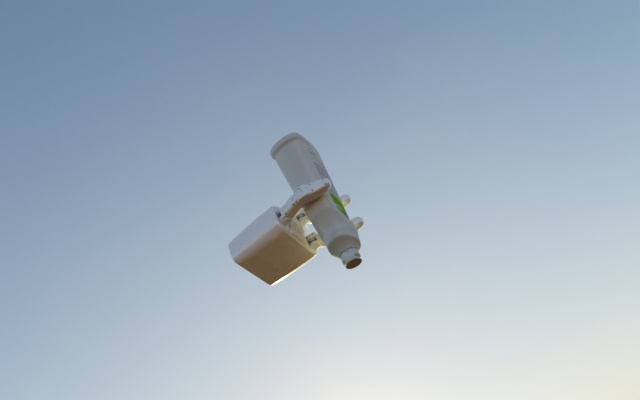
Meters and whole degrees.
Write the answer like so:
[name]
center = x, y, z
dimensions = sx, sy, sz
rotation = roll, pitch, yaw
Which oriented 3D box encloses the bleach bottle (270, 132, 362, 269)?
[bleach bottle]
center = 0.000, 0.003, 0.794
dimensions = 0.068, 0.250, 0.103
rotation = -37, -36, 14
